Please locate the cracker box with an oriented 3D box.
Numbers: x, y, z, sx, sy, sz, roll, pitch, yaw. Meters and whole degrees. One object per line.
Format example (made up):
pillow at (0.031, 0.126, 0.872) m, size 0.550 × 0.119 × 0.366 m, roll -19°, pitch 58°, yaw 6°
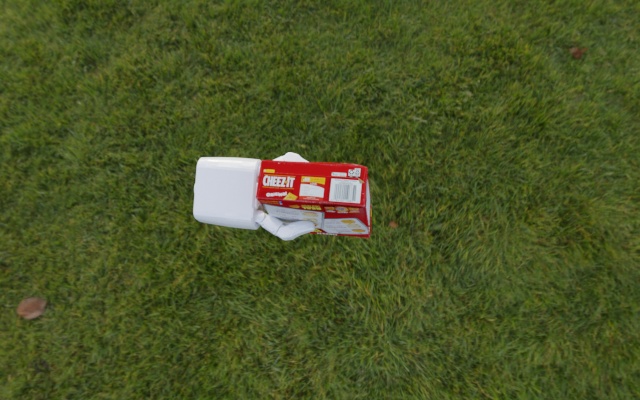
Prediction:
cracker box at (0.000, 0.003, 0.795) m, size 0.164 × 0.072 × 0.214 m, roll 4°, pitch -16°, yaw 9°
